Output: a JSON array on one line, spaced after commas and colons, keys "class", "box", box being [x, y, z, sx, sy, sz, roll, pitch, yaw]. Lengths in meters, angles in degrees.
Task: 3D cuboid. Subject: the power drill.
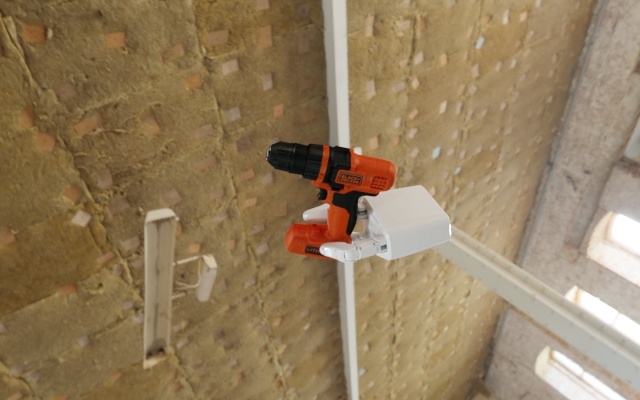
[{"class": "power drill", "box": [0.000, 0.003, 0.710, 0.184, 0.188, 0.057, 11, 40, -7]}]
